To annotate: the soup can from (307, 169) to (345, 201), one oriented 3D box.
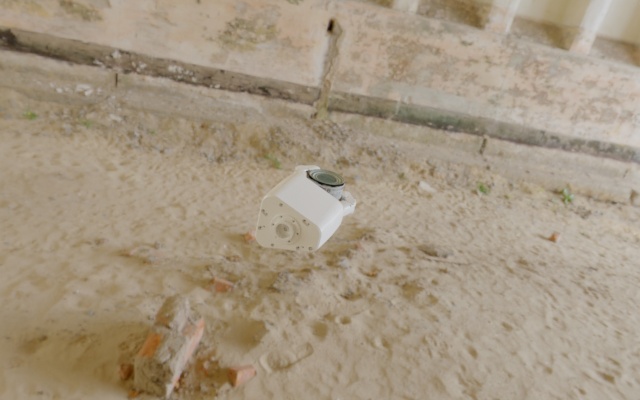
[{"bbox_3d":[0.000,0.002,0.858,0.068,0.102,0.068,12,25,-5],"label":"soup can"}]
